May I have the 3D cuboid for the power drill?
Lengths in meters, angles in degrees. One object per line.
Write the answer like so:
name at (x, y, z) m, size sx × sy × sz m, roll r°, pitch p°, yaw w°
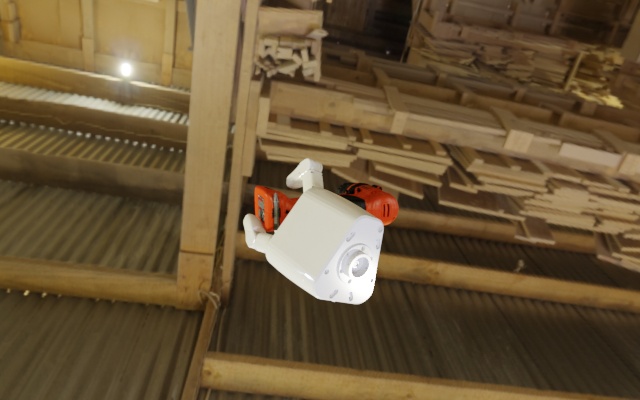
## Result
power drill at (0.000, 0.002, 0.709) m, size 0.187 × 0.057 × 0.184 m, roll -4°, pitch 8°, yaw -15°
